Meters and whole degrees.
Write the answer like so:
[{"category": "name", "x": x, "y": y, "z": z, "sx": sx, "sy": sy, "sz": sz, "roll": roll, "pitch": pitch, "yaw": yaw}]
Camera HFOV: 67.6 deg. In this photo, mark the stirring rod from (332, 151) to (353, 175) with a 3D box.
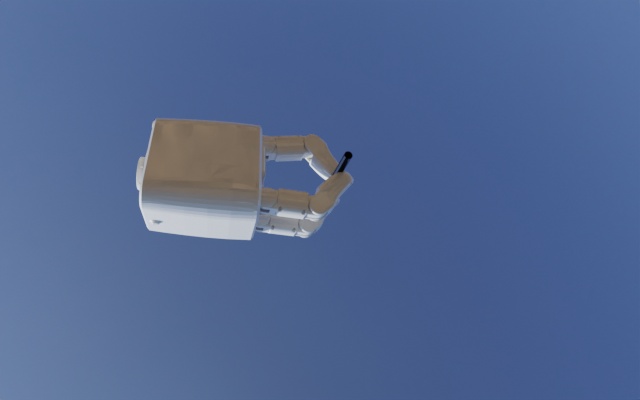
[{"category": "stirring rod", "x": 0.000, "y": 0.002, "z": 0.553, "sx": 0.011, "sy": 0.011, "sz": 0.240, "roll": 0, "pitch": -21, "yaw": -13}]
